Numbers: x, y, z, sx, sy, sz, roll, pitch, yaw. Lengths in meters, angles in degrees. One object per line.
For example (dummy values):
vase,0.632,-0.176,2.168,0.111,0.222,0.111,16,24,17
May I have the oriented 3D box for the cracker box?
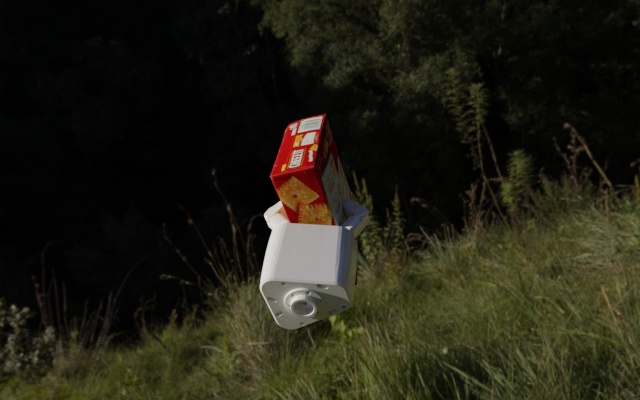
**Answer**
cracker box,0.000,0.002,0.728,0.072,0.214,0.164,-11,33,13
